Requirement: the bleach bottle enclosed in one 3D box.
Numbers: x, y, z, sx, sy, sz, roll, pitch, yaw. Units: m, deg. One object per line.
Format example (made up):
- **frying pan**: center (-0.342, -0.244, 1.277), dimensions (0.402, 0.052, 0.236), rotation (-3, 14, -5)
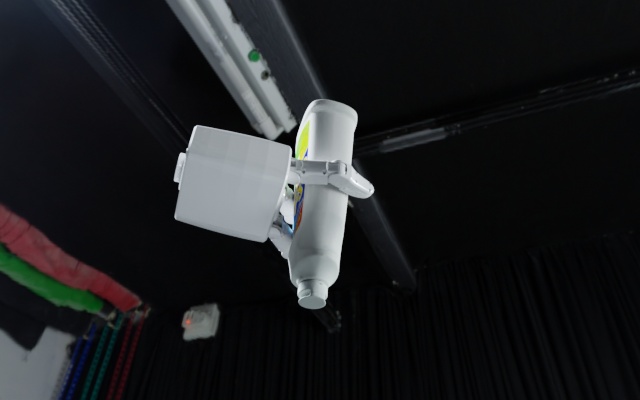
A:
- **bleach bottle**: center (0.000, 0.002, 0.559), dimensions (0.068, 0.250, 0.103), rotation (13, -39, -12)
